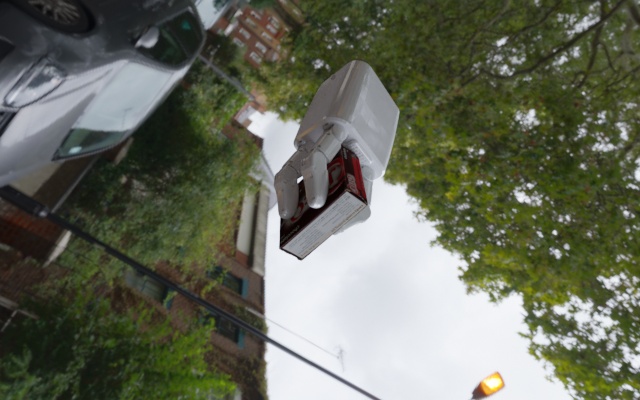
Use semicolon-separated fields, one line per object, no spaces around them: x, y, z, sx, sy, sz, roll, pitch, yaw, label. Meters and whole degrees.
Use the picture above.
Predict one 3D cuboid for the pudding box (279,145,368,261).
0.000;0.002;0.548;0.039;0.113;0.090;33;29;-24;pudding box
